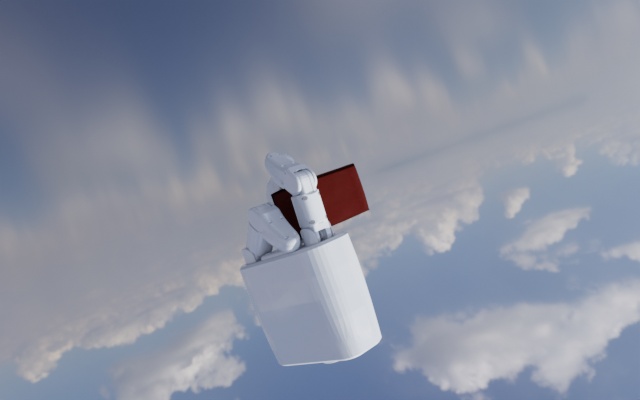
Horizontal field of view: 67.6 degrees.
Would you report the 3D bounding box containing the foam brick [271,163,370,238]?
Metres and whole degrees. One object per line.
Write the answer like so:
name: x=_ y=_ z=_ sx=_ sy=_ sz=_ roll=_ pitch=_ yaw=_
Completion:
foam brick: x=0.000 y=0.001 z=0.484 sx=0.078 sy=0.051 sz=0.053 roll=-21 pitch=0 yaw=-36
